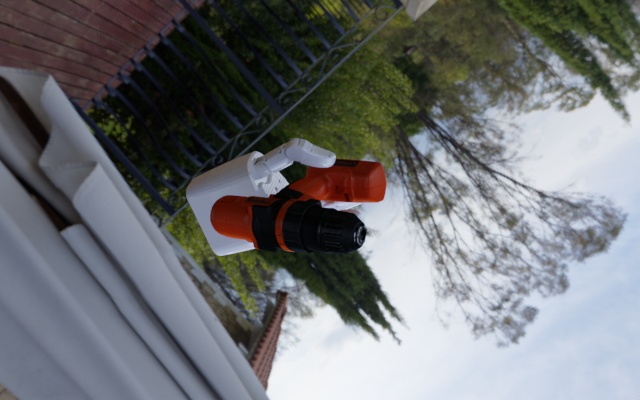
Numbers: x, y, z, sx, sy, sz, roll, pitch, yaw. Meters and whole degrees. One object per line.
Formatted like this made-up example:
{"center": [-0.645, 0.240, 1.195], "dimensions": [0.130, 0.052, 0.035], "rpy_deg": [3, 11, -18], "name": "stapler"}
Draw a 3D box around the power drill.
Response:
{"center": [0.000, 0.002, 0.534], "dimensions": [0.184, 0.057, 0.187], "rpy_deg": [8, 21, 33], "name": "power drill"}
